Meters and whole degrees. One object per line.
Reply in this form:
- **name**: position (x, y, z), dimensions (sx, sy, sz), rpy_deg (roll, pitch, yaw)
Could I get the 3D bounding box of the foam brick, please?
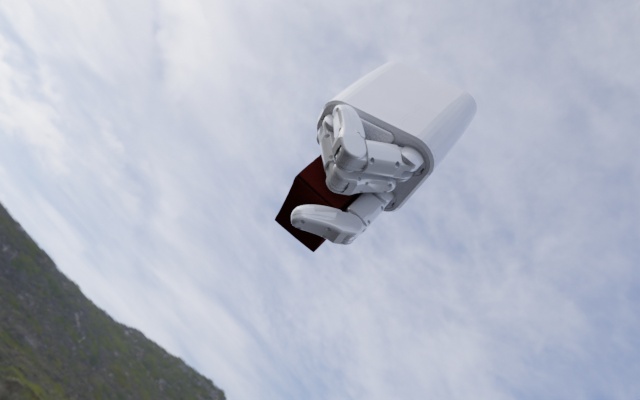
- **foam brick**: position (0.000, 0.002, 0.452), dimensions (0.051, 0.053, 0.078), rpy_deg (-44, -9, -37)
